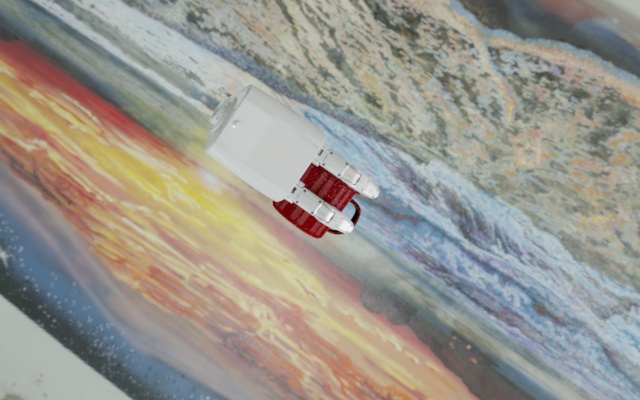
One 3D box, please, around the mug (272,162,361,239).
[{"bbox_3d":[0.001,0.003,0.631,0.117,0.081,0.093,35,4,-22],"label":"mug"}]
